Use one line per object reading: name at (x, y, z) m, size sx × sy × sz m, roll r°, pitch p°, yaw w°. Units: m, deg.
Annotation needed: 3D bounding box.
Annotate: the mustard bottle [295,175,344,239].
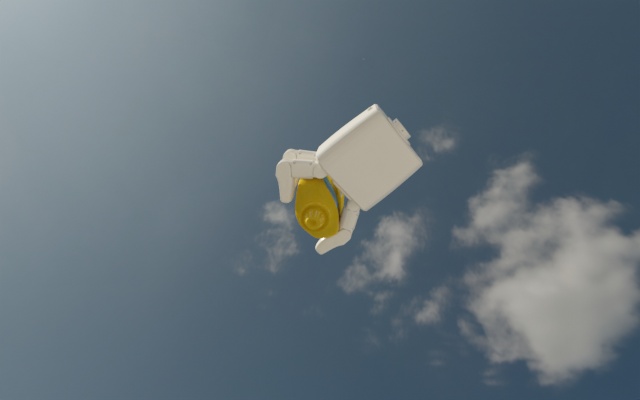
mustard bottle at (0.000, 0.002, 0.697) m, size 0.058 × 0.096 × 0.191 m, roll -14°, pitch 15°, yaw 9°
